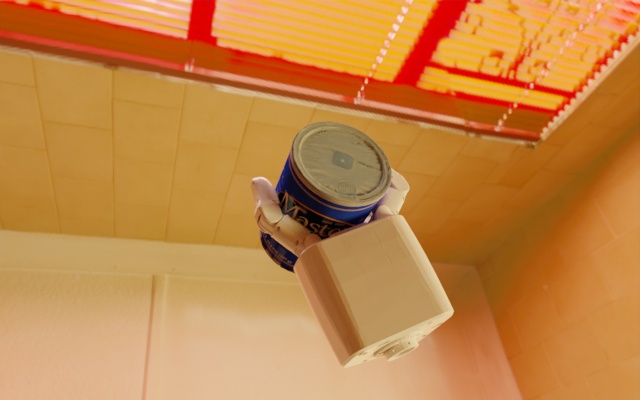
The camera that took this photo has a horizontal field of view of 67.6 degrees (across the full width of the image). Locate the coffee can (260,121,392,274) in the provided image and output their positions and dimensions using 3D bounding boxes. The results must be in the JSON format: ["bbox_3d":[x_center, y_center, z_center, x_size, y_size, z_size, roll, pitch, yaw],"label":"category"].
[{"bbox_3d":[0.000,0.001,0.509,0.103,0.102,0.140,0,-36,-23],"label":"coffee can"}]
